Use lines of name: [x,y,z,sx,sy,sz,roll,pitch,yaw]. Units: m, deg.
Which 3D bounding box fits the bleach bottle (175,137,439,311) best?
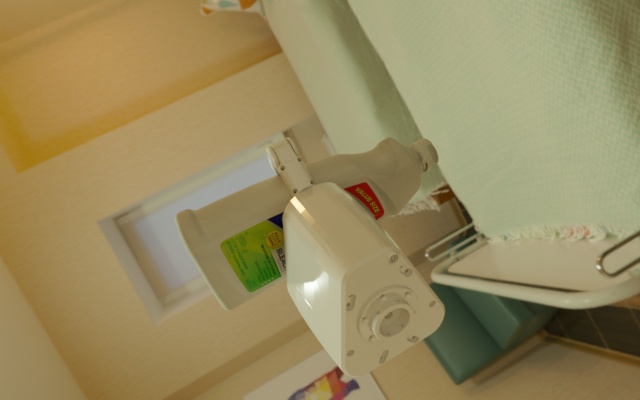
bleach bottle: [0.000,0.002,0.455,0.251,0.103,0.068,-28,35,-11]
